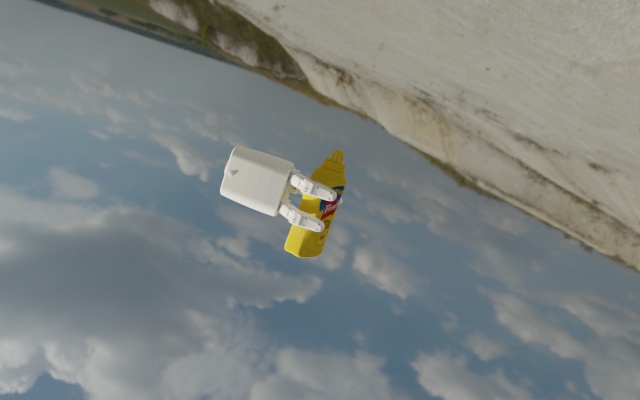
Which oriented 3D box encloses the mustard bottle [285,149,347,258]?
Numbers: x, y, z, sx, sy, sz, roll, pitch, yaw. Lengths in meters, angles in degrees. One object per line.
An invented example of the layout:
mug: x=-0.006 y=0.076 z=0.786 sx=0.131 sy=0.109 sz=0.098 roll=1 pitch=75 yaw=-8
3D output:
mustard bottle: x=0.000 y=0.003 z=0.839 sx=0.058 sy=0.192 sz=0.096 roll=25 pitch=13 yaw=25
